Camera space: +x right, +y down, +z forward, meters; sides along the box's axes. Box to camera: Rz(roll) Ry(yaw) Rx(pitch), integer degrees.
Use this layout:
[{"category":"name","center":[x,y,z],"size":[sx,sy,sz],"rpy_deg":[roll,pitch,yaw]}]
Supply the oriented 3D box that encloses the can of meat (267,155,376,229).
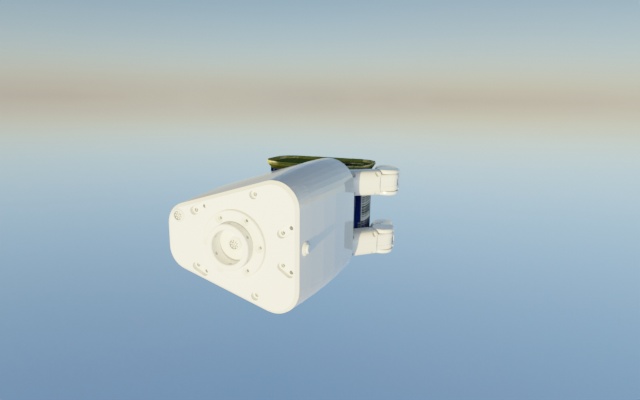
[{"category":"can of meat","center":[0.000,0.002,0.468],"size":[0.102,0.084,0.057],"rpy_deg":[5,12,19]}]
